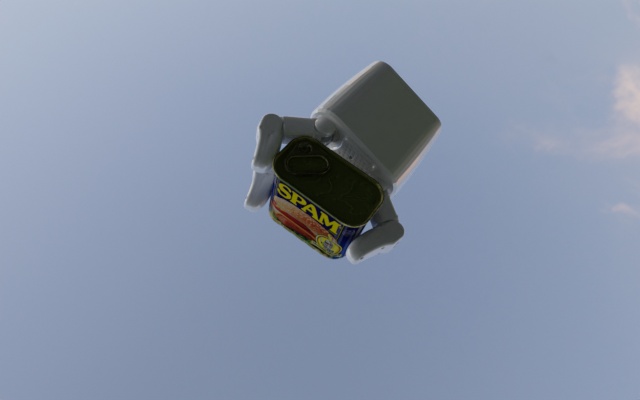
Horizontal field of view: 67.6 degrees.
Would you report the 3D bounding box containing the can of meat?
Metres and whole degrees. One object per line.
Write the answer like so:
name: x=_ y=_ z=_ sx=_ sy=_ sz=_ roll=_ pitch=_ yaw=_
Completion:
can of meat: x=0.000 y=0.002 z=0.457 sx=0.102 sy=0.057 sz=0.084 roll=35 pitch=-31 yaw=9
